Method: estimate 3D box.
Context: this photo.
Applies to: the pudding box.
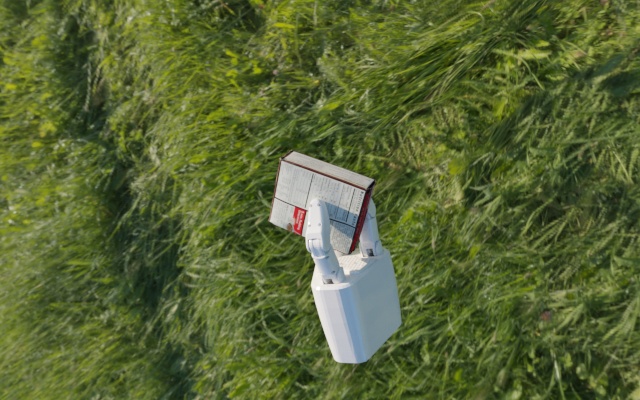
[{"bbox_3d":[0.000,0.002,0.564,0.113,0.090,0.039,20,26,13],"label":"pudding box"}]
